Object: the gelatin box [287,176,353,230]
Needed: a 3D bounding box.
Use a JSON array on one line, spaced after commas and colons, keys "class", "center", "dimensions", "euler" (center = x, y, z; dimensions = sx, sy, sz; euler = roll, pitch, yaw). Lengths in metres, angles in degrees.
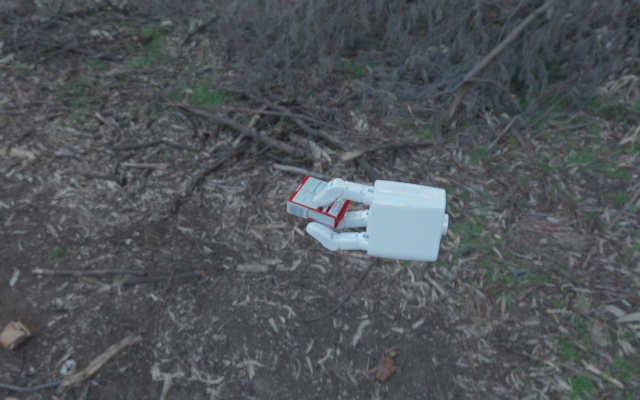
[{"class": "gelatin box", "center": [0.000, 0.002, 0.773], "dimensions": [0.089, 0.030, 0.073], "euler": [19, 44, 15]}]
